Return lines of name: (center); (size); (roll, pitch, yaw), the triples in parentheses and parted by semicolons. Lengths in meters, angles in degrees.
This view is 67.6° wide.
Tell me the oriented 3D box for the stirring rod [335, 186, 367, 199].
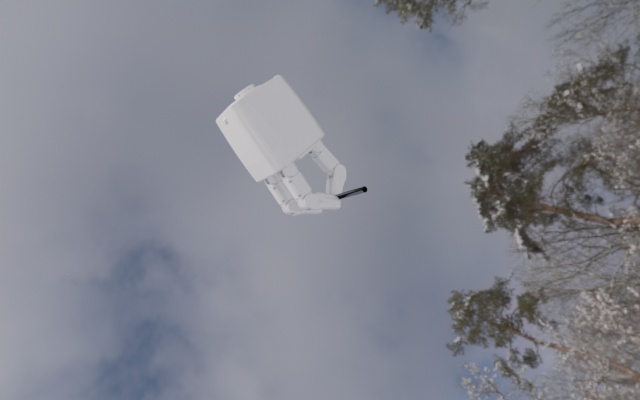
stirring rod: (0.000, 0.002, 0.707); (0.011, 0.011, 0.239); (0, -8, -28)
